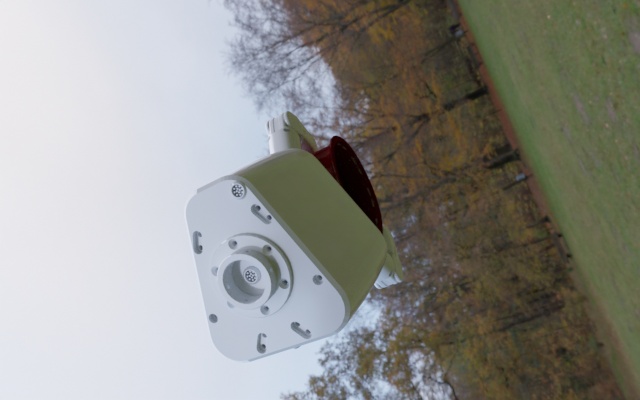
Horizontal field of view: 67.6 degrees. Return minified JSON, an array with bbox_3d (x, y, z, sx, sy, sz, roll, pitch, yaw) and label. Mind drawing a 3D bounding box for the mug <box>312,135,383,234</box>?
[{"bbox_3d":[0.000,0.001,0.419,0.081,0.093,0.117,-23,4,19],"label":"mug"}]
